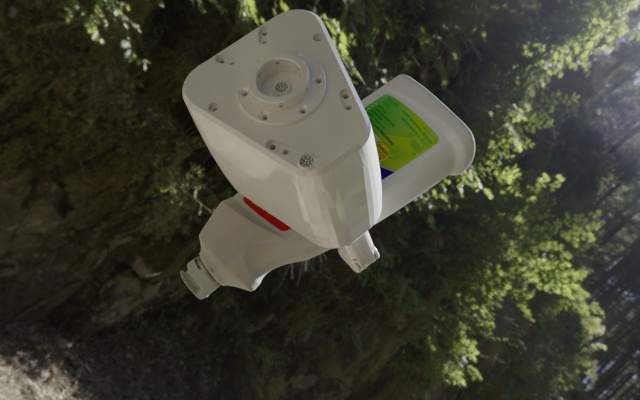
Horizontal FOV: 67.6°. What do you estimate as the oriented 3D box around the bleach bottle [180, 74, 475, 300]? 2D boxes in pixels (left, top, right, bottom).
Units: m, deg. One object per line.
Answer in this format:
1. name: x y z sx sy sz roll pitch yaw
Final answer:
1. bleach bottle: 0.000 0.001 0.400 0.251 0.102 0.068 -36 -24 -8
